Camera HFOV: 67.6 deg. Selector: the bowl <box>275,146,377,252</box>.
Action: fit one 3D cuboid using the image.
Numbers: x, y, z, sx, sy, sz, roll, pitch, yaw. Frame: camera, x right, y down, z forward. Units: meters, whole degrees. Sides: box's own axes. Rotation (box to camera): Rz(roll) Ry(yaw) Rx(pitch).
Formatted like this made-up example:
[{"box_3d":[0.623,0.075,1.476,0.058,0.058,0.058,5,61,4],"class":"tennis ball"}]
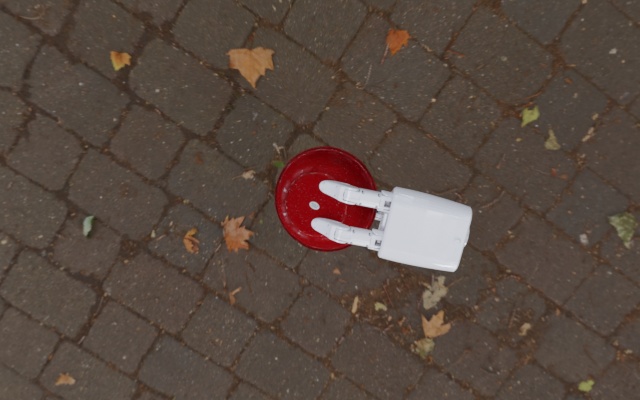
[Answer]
[{"box_3d":[-0.001,0.002,0.698,0.162,0.162,0.055,0,8,15],"class":"bowl"}]
